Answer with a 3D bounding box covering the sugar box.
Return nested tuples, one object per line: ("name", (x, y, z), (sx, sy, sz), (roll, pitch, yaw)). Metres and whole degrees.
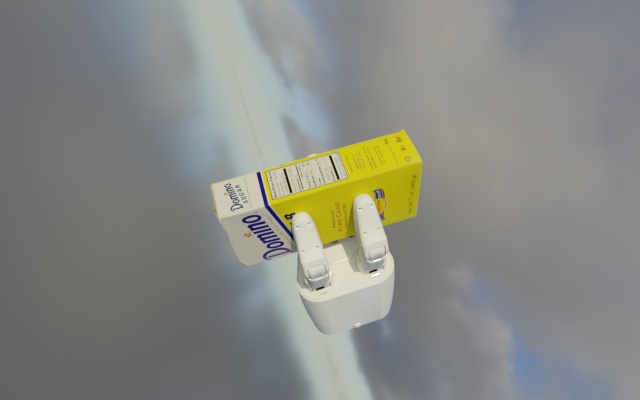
("sugar box", (0.000, 0.002, 0.434), (0.176, 0.048, 0.093), (-19, -34, -4))
